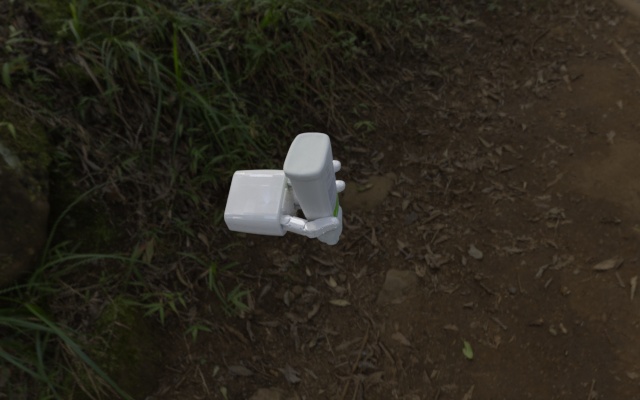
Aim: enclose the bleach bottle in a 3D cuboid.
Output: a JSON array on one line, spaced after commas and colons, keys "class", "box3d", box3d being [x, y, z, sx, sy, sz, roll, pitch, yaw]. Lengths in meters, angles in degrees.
[{"class": "bleach bottle", "box3d": [0.000, 0.003, 0.852, 0.068, 0.102, 0.251, 3, -39, 15]}]
